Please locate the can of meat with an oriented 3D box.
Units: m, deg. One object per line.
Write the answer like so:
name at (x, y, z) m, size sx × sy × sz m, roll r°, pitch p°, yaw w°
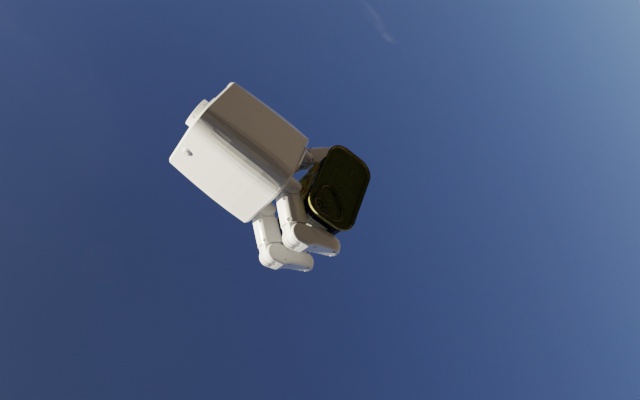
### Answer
can of meat at (0.000, 0.002, 0.528) m, size 0.057 × 0.102 × 0.084 m, roll 36°, pitch -41°, yaw -15°
